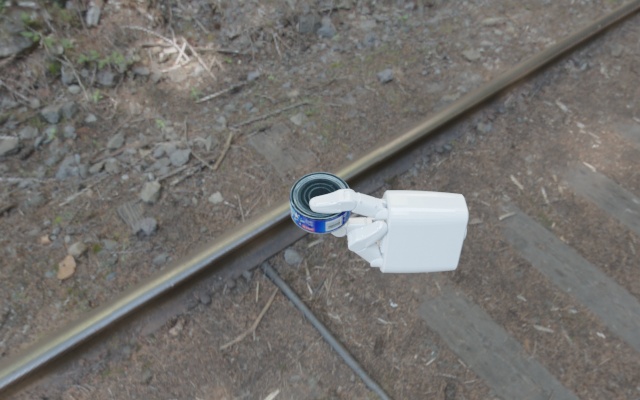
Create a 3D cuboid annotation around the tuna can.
[{"bbox_3d":[0.000,0.002,0.658,0.086,0.086,0.034,0,-38,1],"label":"tuna can"}]
